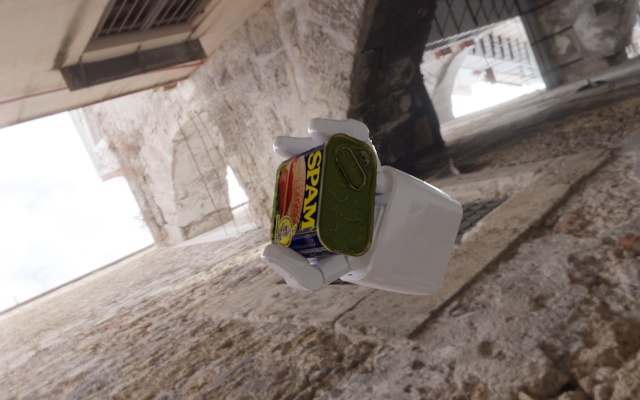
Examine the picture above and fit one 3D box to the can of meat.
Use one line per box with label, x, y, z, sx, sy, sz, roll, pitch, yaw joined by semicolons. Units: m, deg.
can of meat;0.000;0.002;0.428;0.057;0.102;0.084;16;-19;-33
